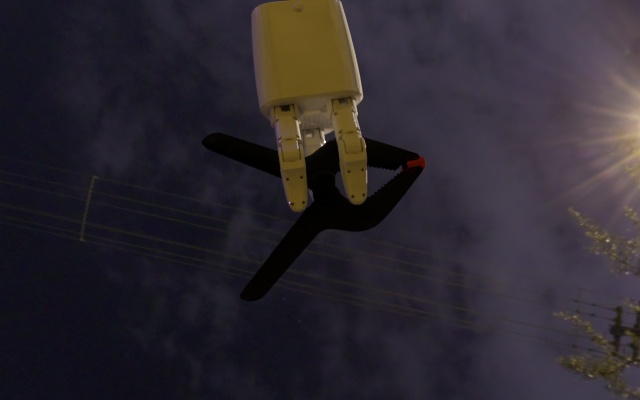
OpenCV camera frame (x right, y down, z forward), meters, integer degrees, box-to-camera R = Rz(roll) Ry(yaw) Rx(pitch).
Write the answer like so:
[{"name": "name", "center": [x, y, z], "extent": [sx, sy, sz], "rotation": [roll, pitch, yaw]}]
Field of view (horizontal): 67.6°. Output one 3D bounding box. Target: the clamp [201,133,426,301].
[{"name": "clamp", "center": [0.001, 0.001, 0.459], "extent": [0.210, 0.164, 0.036], "rotation": [-8, -10, -5]}]
